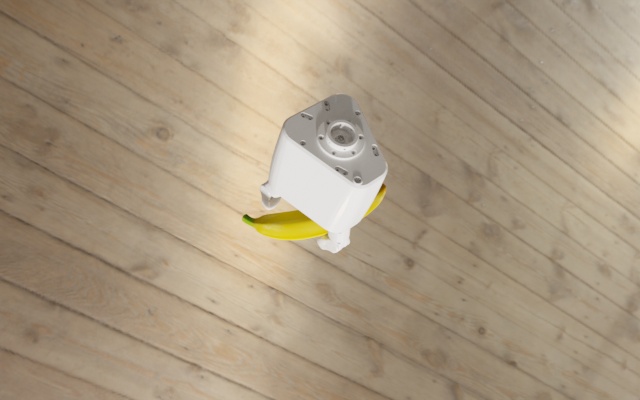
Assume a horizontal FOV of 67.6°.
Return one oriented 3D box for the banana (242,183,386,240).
[{"bbox_3d":[0.002,0.015,0.608,0.198,0.037,0.069,-12,43,-12],"label":"banana"}]
